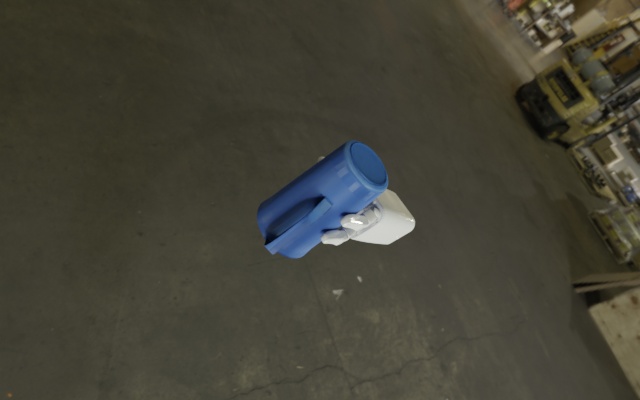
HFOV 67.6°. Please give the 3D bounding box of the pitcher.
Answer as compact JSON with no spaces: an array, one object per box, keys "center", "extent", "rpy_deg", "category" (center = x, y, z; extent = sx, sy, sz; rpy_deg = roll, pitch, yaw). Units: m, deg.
[{"center":[0.000,0.003,0.873],"extent":[0.145,0.149,0.243],"rpy_deg":[17,-42,-41],"category":"pitcher"}]
